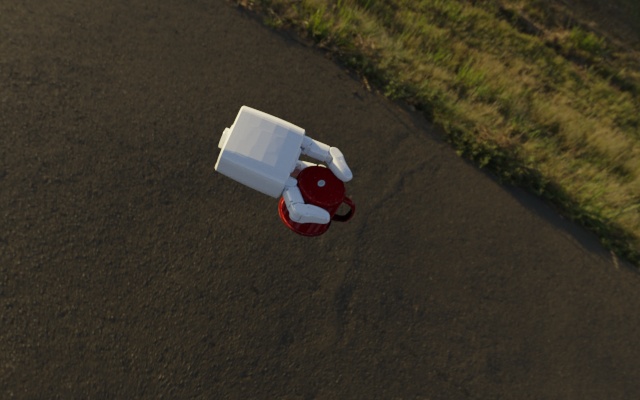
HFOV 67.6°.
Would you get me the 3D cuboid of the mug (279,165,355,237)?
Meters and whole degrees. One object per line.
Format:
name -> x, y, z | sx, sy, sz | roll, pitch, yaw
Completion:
mug -> 0.002, 0.003, 0.766 | 0.117, 0.093, 0.081 | 22, -42, -10
